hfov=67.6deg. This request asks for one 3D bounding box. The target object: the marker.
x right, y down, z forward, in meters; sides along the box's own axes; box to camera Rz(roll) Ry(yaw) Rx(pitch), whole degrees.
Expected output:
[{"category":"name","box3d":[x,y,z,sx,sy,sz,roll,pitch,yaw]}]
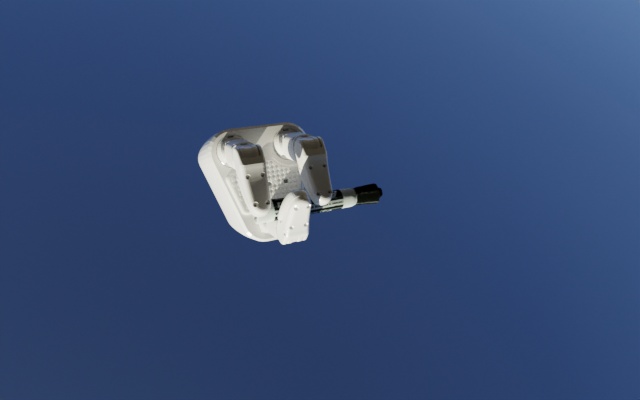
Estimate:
[{"category":"marker","box3d":[0.000,0.001,0.421,0.121,0.020,0.020,-10,3,-21]}]
